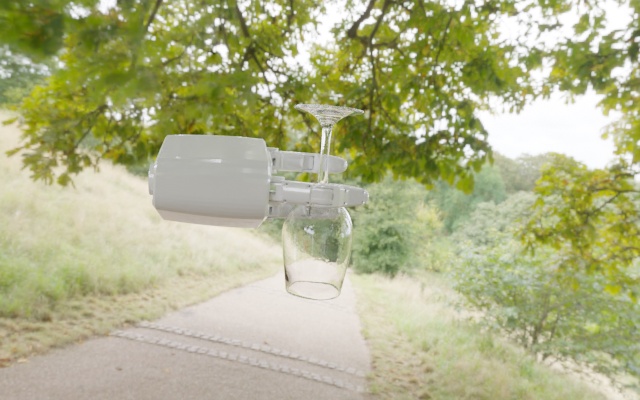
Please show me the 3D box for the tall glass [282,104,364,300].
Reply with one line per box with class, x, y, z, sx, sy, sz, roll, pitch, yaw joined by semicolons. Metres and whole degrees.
tall glass;0.000;0.001;0.516;0.079;0.201;0.079;5;6;0
